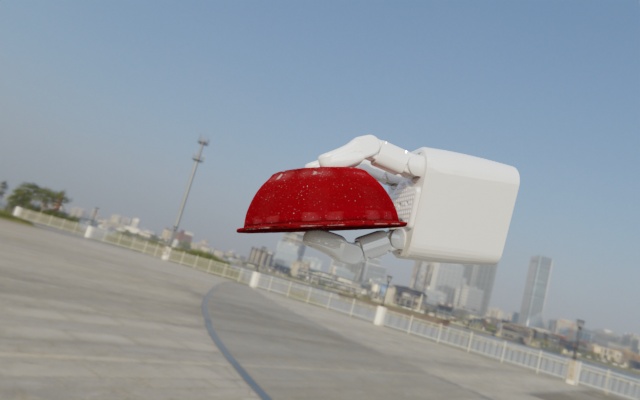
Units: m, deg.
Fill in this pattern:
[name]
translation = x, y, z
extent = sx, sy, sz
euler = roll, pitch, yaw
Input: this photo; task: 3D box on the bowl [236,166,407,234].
[bowl]
translation = -0.001, 0.001, 0.457
extent = 0.162, 0.055, 0.162
euler = -3, -5, 0
